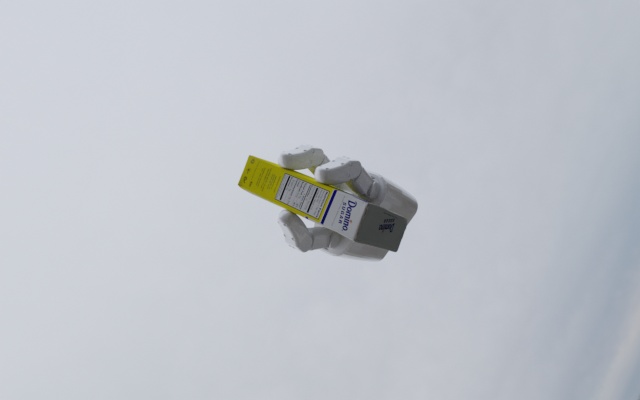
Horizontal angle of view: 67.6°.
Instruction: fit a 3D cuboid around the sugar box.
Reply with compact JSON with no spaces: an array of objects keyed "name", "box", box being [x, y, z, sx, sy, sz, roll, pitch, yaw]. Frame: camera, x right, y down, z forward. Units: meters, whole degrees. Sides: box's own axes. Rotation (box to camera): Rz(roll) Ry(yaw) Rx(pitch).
[{"name":"sugar box","box":[0.000,0.001,0.528,0.176,0.048,0.093,20,0,36]}]
